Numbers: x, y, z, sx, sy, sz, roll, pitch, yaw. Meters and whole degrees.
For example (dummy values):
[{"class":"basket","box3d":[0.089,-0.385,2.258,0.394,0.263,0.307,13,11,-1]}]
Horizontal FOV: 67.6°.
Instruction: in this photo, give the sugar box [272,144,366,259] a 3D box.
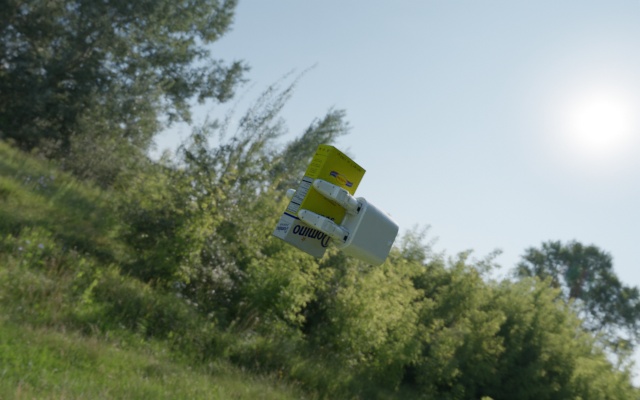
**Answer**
[{"class":"sugar box","box3d":[0.001,0.003,0.809,0.093,0.176,0.048,31,-10,-37]}]
